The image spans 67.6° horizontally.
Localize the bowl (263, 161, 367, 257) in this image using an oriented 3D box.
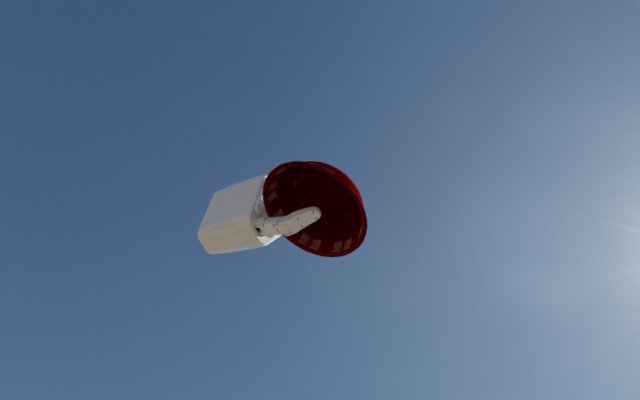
[{"bbox_3d":[0.001,0.002,0.681,0.162,0.162,0.055,0,33,32],"label":"bowl"}]
